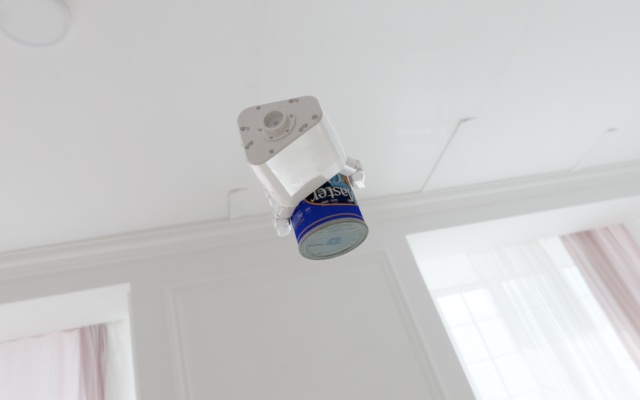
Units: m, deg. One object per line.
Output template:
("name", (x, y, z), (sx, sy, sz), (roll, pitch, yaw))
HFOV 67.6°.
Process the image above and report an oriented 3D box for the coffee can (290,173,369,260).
("coffee can", (0.000, 0.002, 0.705), (0.103, 0.140, 0.103), (-14, -32, -9))
